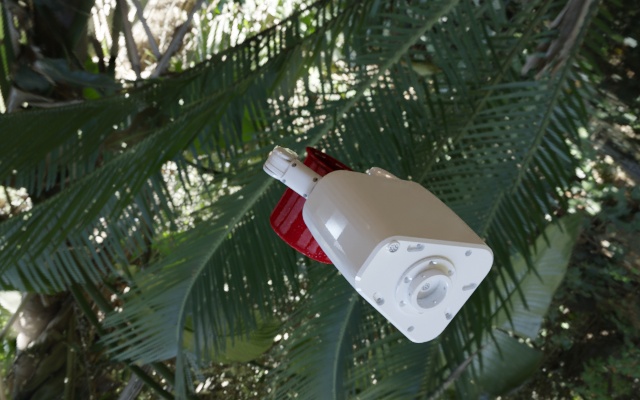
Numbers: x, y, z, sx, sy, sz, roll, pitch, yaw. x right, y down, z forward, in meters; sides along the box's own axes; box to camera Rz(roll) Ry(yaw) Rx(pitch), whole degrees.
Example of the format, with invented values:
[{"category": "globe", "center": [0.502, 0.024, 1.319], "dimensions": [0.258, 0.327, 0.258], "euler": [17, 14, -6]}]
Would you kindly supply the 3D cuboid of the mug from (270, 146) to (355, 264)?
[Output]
[{"category": "mug", "center": [-0.001, 0.001, 0.474], "dimensions": [0.093, 0.081, 0.117], "euler": [26, 13, -30]}]
